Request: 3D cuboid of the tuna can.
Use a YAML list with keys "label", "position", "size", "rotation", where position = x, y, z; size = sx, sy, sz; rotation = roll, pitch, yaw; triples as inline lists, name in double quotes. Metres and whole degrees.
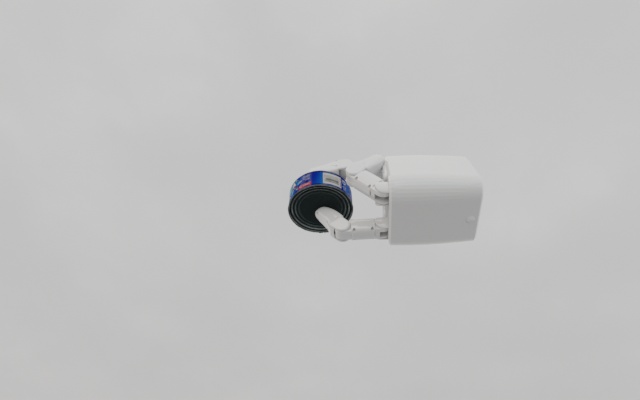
- label: "tuna can"
  position: [0.000, 0.002, 0.637]
  size: [0.086, 0.086, 0.033]
  rotation: [0, 42, 0]
